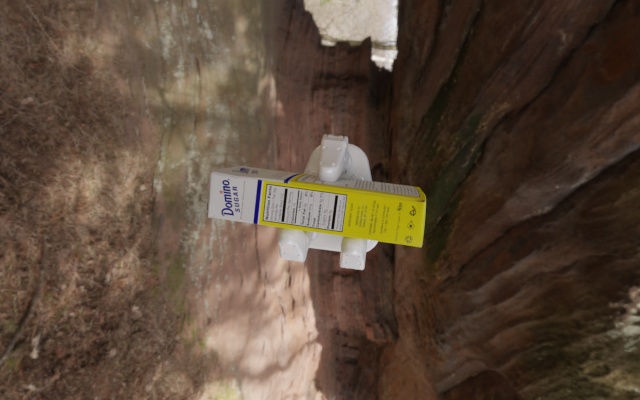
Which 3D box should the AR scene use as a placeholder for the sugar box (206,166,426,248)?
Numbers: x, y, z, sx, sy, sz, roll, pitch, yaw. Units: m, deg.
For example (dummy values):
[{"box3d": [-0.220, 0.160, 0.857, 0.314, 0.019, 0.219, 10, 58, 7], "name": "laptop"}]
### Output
[{"box3d": [0.000, 0.002, 0.421, 0.176, 0.048, 0.093, 5, 7, 7], "name": "sugar box"}]
